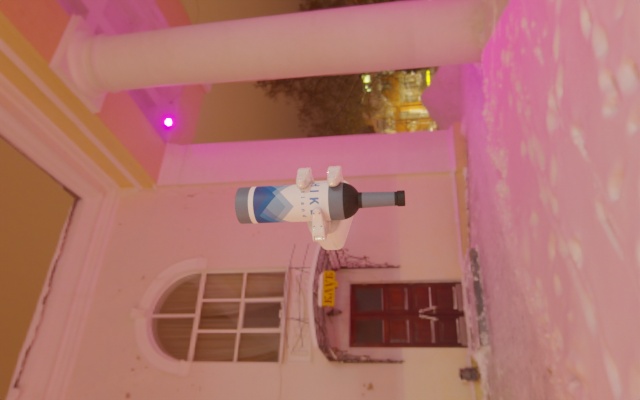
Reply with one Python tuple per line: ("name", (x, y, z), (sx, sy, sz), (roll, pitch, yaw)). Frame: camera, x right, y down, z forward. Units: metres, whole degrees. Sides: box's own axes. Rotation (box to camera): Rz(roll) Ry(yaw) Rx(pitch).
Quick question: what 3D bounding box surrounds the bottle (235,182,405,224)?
("bottle", (0.000, 0.003, 0.844), (0.296, 0.069, 0.069), (-3, -1, 10))
